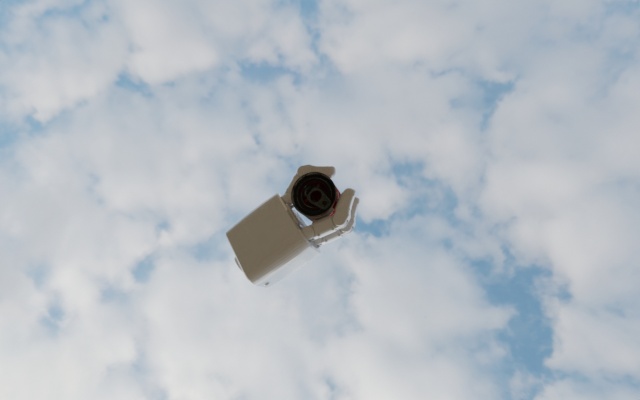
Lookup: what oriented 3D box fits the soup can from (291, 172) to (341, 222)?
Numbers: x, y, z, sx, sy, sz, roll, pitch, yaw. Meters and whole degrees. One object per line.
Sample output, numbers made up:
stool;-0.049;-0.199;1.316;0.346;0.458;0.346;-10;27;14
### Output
soup can;0.001;0.002;0.742;0.068;0.068;0.102;0;-13;12
